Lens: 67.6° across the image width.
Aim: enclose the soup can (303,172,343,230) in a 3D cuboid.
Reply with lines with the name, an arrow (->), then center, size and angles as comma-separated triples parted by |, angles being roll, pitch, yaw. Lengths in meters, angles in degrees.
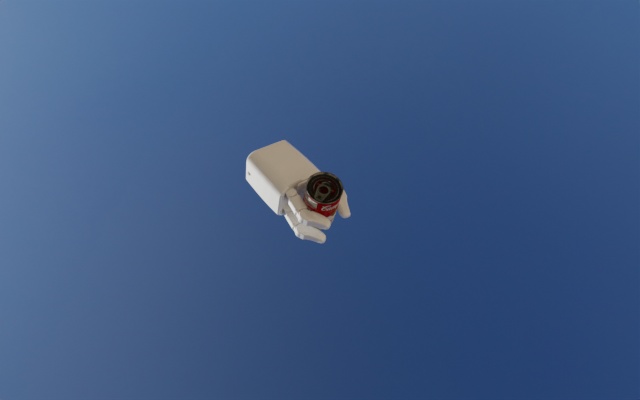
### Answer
soup can -> 0.001, 0.003, 0.889 | 0.068, 0.068, 0.102 | 0, -32, -10
